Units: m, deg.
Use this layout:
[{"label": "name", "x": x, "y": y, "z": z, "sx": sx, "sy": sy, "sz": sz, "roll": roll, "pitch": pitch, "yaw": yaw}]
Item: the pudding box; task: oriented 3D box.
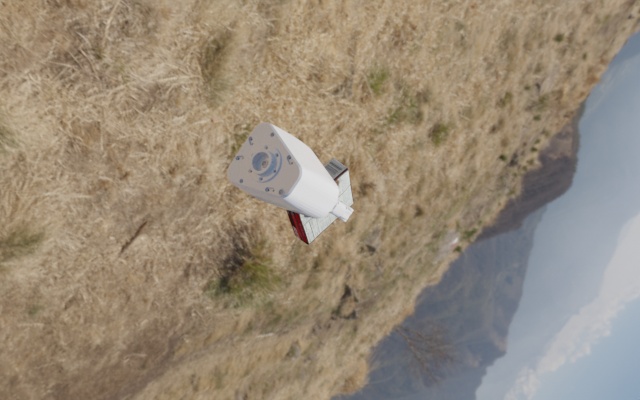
[{"label": "pudding box", "x": 0.000, "y": 0.002, "z": 0.748, "sx": 0.113, "sy": 0.090, "sz": 0.039, "roll": -40, "pitch": 56, "yaw": -20}]
